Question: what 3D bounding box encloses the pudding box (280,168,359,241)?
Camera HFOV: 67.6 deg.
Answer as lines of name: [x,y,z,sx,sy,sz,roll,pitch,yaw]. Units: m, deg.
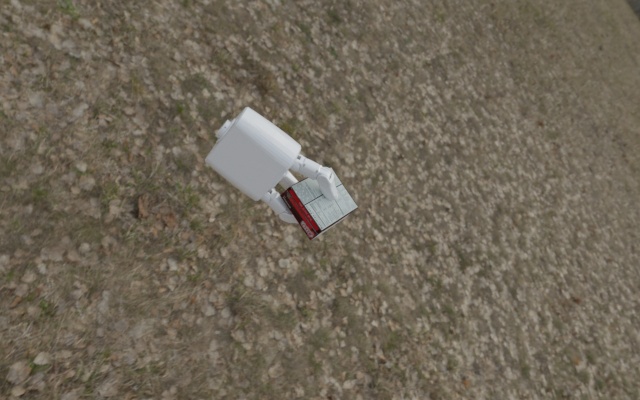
pudding box: [0.000,0.002,0.791,0.113,0.090,0.039,-30,-6,-45]
